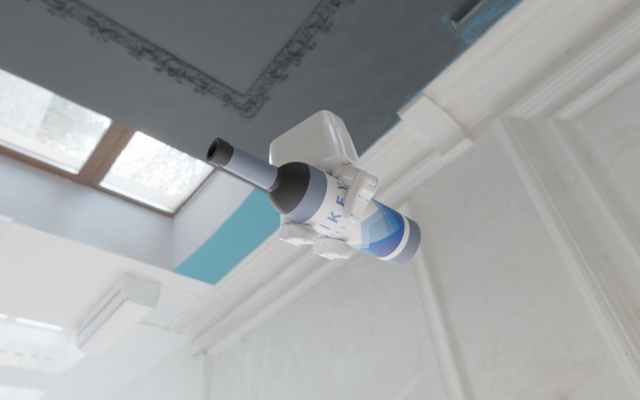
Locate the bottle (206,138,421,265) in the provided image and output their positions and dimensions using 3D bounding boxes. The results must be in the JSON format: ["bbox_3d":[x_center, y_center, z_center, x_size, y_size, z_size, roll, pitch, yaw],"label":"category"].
[{"bbox_3d":[0.000,0.002,0.570,0.296,0.069,0.069,26,-15,-33],"label":"bottle"}]
